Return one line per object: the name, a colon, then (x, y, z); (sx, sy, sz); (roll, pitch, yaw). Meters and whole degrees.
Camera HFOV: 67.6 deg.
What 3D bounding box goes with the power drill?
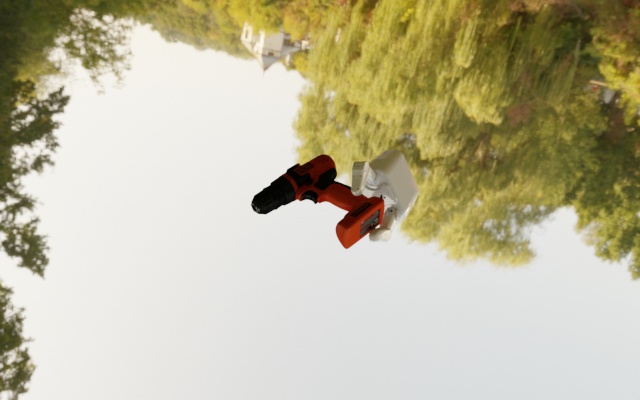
power drill: (0.001, 0.003, 0.817); (0.184, 0.057, 0.187); (-35, 54, -30)
